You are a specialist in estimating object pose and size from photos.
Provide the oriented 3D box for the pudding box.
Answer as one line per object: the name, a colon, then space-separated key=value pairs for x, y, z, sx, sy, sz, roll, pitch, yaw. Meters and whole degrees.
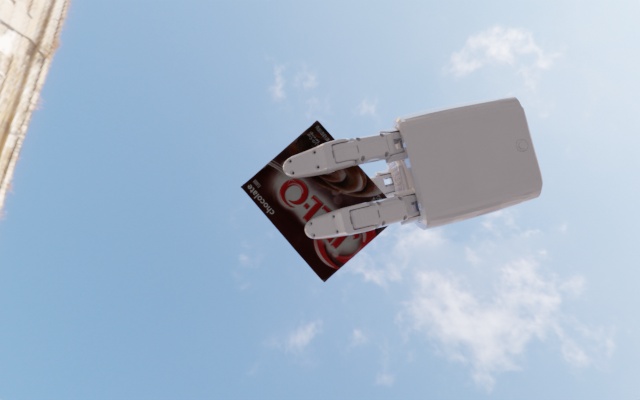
pudding box: x=0.000 y=0.001 z=0.426 sx=0.090 sy=0.113 sz=0.039 roll=-41 pitch=-3 yaw=-4
